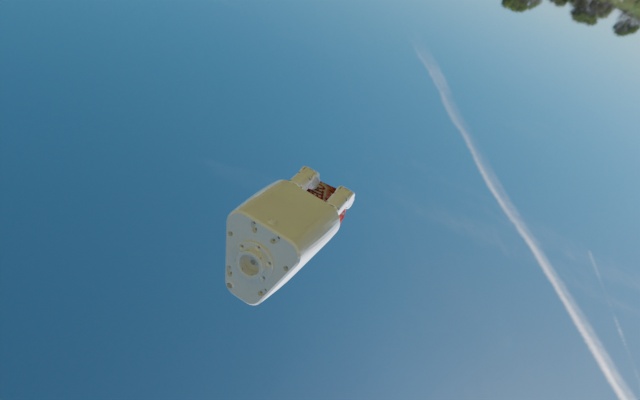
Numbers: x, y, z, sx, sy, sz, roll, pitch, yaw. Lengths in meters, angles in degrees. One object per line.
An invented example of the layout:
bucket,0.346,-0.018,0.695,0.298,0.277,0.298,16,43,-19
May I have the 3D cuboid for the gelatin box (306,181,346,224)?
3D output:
gelatin box,0.000,0.002,0.671,0.073,0.030,0.089,24,23,0
